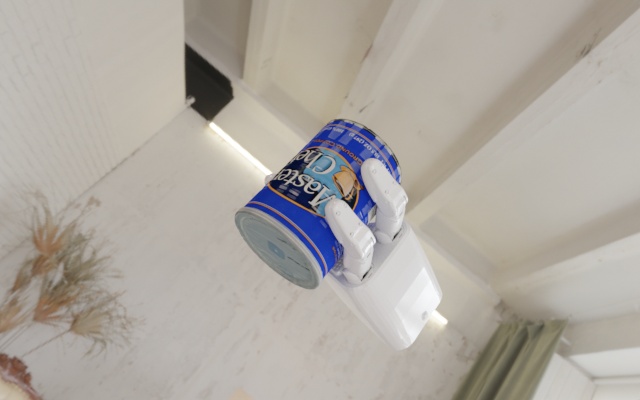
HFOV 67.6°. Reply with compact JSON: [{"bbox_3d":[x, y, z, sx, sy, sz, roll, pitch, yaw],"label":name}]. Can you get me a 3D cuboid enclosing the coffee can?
[{"bbox_3d":[0.000,0.002,0.473,0.140,0.103,0.103,-48,25,-26],"label":"coffee can"}]
